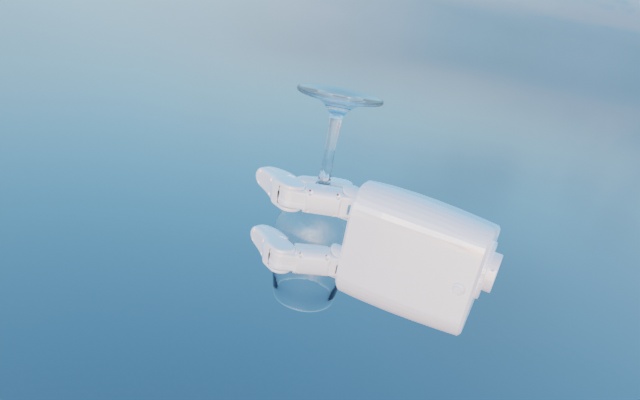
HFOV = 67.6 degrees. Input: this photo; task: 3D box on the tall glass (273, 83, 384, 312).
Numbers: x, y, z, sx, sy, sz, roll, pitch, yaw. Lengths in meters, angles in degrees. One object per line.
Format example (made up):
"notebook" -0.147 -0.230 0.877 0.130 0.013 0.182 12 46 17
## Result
"tall glass" 0.000 0.001 0.437 0.079 0.201 0.079 9 21 -4
